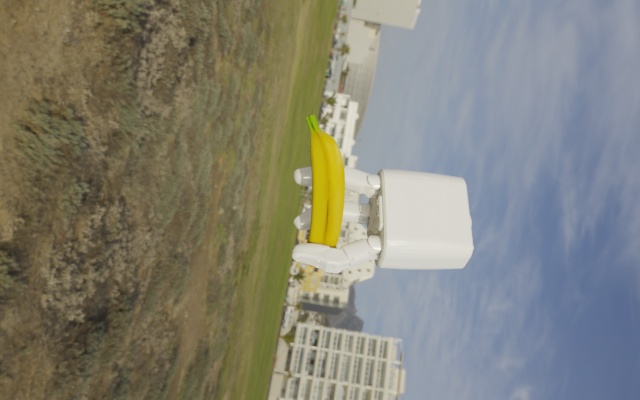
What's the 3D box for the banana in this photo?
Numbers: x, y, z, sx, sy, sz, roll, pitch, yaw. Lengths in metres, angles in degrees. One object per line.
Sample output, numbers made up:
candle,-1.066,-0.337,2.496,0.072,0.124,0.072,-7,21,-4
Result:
banana,0.004,0.007,0.543,0.037,0.198,0.069,-3,27,-11
